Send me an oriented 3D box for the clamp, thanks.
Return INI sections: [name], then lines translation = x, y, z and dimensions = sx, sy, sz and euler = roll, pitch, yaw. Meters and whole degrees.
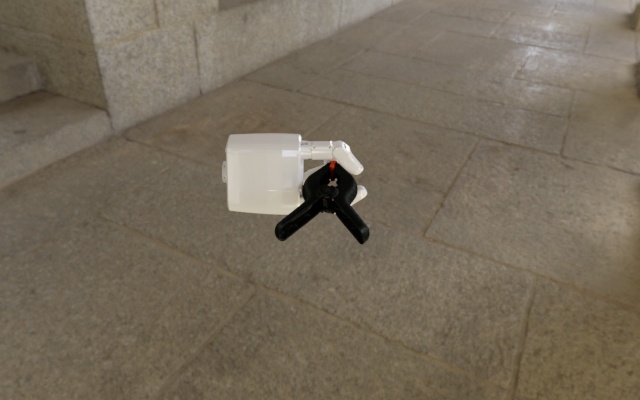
[clamp]
translation = 0.000, 0.002, 0.659
dimensions = 0.120, 0.039, 0.171
euler = 1, 34, -2
